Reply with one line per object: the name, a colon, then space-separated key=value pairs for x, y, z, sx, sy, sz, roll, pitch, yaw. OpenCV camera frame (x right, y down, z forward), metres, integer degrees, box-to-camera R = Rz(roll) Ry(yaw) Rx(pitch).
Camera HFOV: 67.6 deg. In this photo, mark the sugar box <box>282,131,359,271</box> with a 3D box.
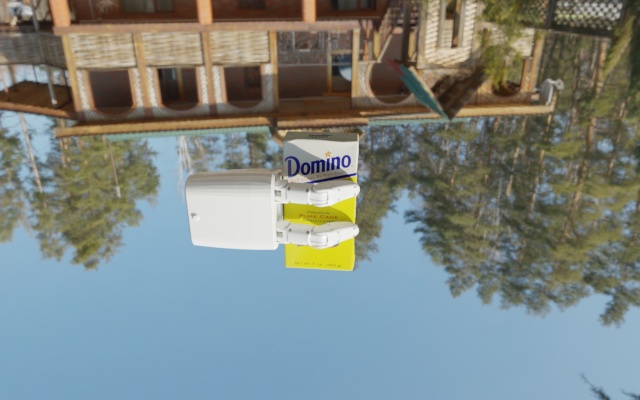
sugar box: x=0.000 y=0.002 z=0.612 sx=0.093 sy=0.176 sz=0.048 roll=2 pitch=24 yaw=4
